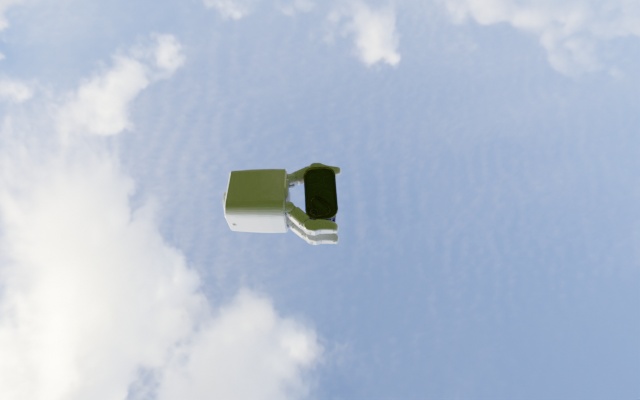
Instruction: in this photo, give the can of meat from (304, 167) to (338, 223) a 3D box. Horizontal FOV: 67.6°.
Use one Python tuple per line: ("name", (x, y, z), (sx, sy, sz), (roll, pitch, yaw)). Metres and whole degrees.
("can of meat", (0.000, 0.003, 0.874), (0.057, 0.102, 0.084), (-3, -25, -2))
